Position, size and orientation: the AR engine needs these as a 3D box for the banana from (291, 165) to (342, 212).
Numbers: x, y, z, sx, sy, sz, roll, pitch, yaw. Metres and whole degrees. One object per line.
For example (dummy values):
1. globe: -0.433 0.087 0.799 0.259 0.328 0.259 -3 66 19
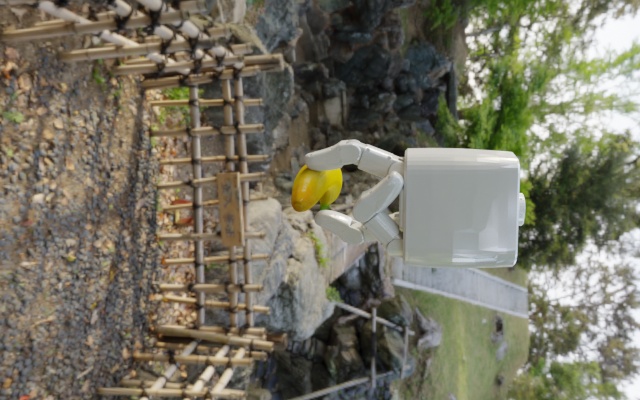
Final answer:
1. banana: 0.002 -0.017 0.554 0.037 0.069 0.198 2 -4 10
